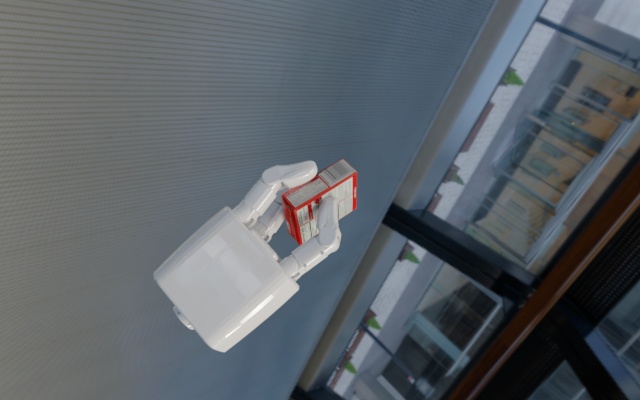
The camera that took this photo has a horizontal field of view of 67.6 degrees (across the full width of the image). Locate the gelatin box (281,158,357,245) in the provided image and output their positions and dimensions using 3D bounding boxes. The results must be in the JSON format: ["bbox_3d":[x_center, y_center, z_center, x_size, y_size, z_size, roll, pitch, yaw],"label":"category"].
[{"bbox_3d":[0.001,0.002,0.554,0.089,0.030,0.073,-32,-32,-17],"label":"gelatin box"}]
